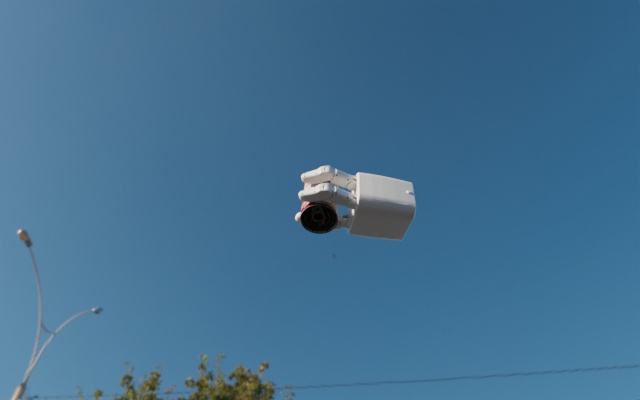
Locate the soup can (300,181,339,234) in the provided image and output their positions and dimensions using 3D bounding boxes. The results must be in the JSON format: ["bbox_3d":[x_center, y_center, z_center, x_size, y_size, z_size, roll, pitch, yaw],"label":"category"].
[{"bbox_3d":[0.000,0.003,0.886,0.068,0.069,0.102,0,39,4],"label":"soup can"}]
